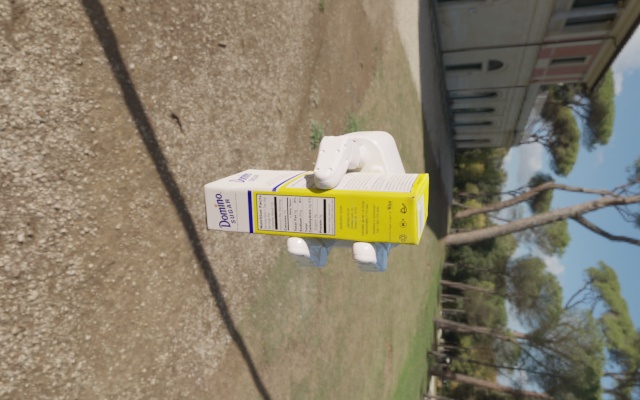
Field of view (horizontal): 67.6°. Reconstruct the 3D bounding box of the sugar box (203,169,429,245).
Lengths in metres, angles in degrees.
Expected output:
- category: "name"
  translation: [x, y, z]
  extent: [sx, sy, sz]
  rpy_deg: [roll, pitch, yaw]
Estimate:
- category: "sugar box"
  translation: [0.000, 0.002, 0.412]
  extent: [0.176, 0.048, 0.093]
  rpy_deg: [0, 12, 18]
